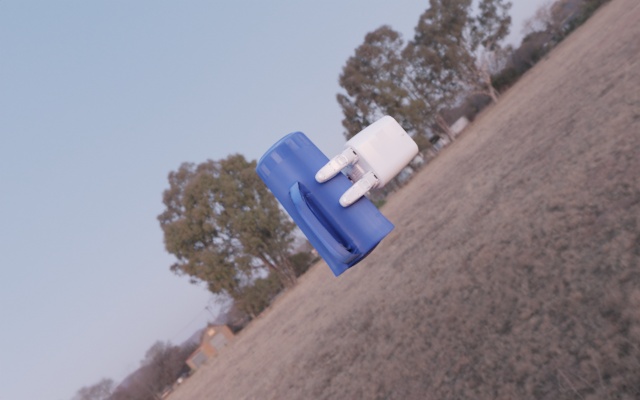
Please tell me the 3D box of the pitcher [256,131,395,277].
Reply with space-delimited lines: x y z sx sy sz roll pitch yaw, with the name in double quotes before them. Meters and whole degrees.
"pitcher" 0.000 0.003 0.816 0.145 0.243 0.149 -39 -5 -25
